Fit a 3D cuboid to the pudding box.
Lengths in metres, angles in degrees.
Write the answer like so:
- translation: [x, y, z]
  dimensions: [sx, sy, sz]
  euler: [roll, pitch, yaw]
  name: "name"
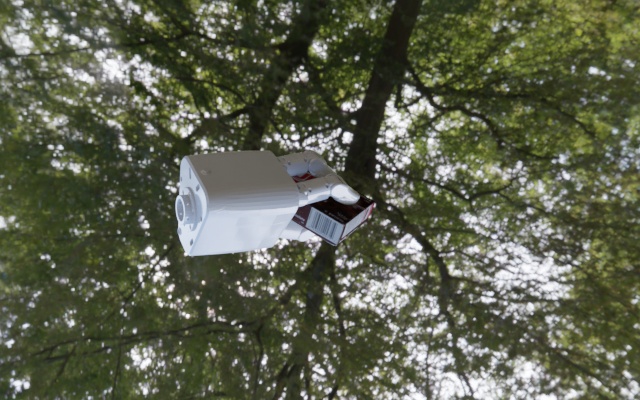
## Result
- translation: [0.000, 0.002, 0.612]
  dimensions: [0.113, 0.039, 0.090]
  euler: [32, 33, 18]
  name: "pudding box"
